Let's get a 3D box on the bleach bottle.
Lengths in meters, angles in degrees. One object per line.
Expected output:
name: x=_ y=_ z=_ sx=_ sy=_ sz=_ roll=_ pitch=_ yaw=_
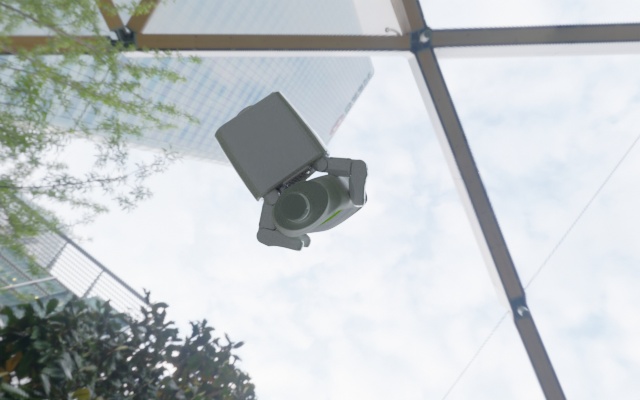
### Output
bleach bottle: x=0.000 y=0.002 z=0.620 sx=0.102 sy=0.068 sz=0.251 roll=-37 pitch=-6 yaw=8
